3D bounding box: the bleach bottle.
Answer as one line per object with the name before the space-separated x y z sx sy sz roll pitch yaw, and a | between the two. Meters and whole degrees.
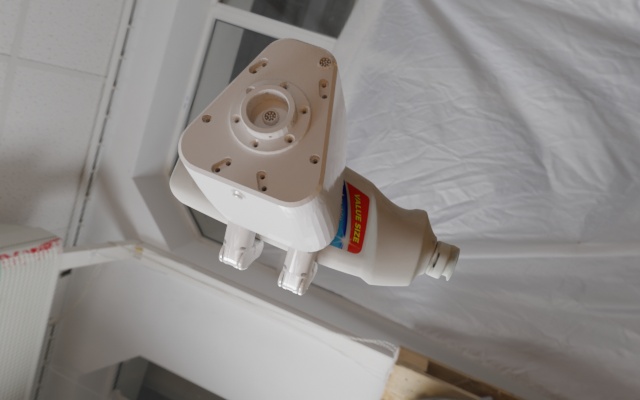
bleach bottle | 0.000 0.001 0.424 0.251 0.102 0.068 21 -15 11
